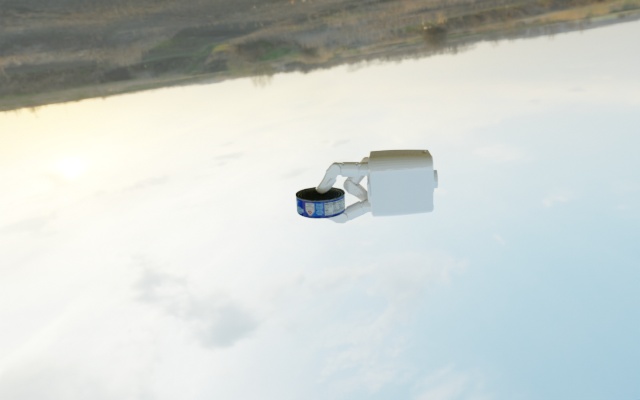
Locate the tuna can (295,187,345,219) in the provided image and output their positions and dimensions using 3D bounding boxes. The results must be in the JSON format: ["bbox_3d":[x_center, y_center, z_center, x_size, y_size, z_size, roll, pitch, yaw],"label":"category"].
[{"bbox_3d":[0.000,0.003,0.820,0.086,0.034,0.086,-2,17,1],"label":"tuna can"}]
